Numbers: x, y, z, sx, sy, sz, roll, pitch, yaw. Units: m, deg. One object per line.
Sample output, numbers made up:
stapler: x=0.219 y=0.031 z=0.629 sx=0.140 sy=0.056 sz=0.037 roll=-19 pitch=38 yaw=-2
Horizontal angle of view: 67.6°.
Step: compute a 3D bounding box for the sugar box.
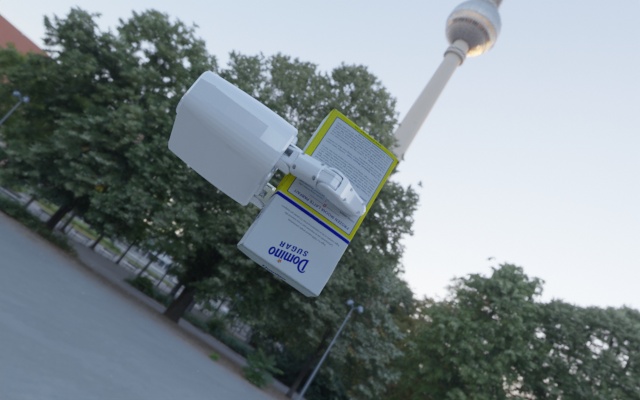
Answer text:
sugar box: x=0.000 y=0.002 z=0.500 sx=0.093 sy=0.176 sz=0.048 roll=37 pitch=-17 yaw=-9
